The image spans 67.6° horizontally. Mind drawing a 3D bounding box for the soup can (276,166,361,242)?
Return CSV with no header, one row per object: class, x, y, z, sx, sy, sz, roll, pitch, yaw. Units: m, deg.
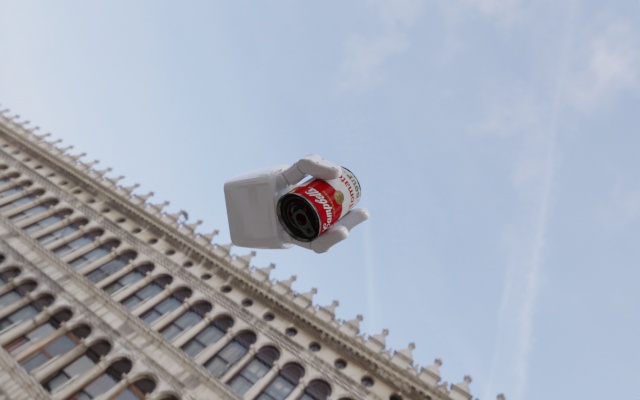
soup can,0.001,0.002,0.627,0.068,0.068,0.102,0,24,38
